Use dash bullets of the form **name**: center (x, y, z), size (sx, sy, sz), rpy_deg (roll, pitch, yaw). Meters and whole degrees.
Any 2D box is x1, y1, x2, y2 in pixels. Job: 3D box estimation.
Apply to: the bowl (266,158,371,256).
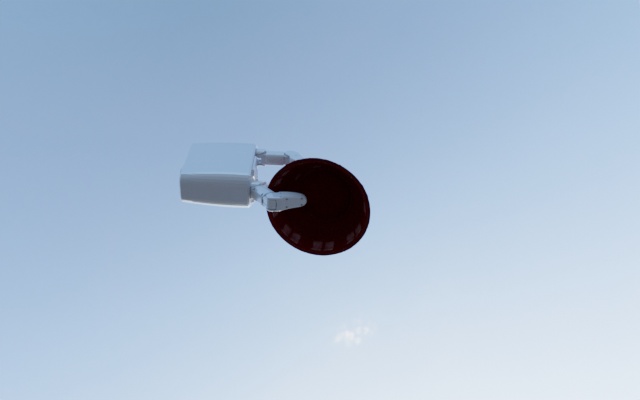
- **bowl**: center (0.001, 0.003, 0.735), size (0.162, 0.162, 0.055), rpy_deg (0, 25, 15)
